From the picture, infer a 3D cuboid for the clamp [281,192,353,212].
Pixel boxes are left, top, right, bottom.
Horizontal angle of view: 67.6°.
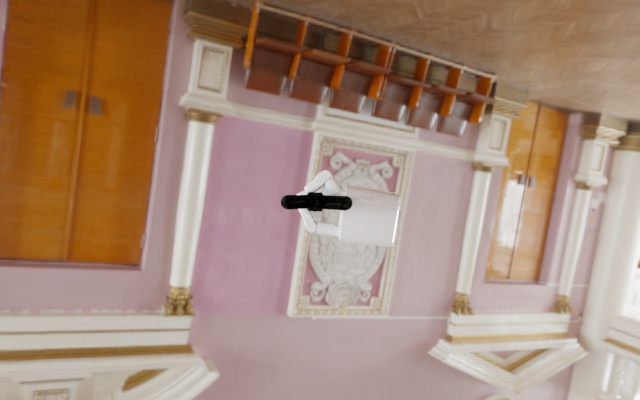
[{"bbox_3d":[0.000,0.003,0.874,0.120,0.039,0.171,7,4,6],"label":"clamp"}]
